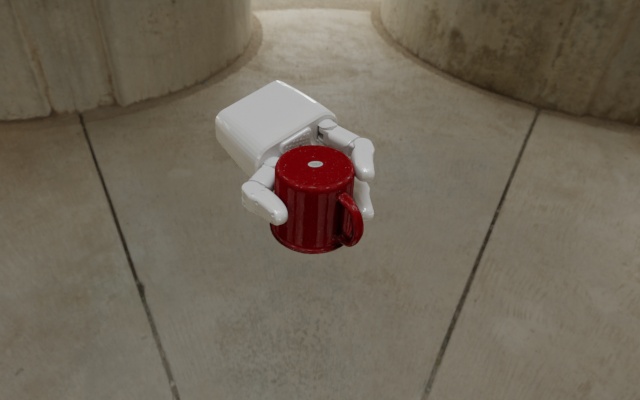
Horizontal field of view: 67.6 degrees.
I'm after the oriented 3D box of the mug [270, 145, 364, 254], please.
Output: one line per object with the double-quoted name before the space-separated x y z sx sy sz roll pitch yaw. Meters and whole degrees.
"mug" 0.001 0.002 0.494 0.093 0.082 0.117 -25 47 -30
